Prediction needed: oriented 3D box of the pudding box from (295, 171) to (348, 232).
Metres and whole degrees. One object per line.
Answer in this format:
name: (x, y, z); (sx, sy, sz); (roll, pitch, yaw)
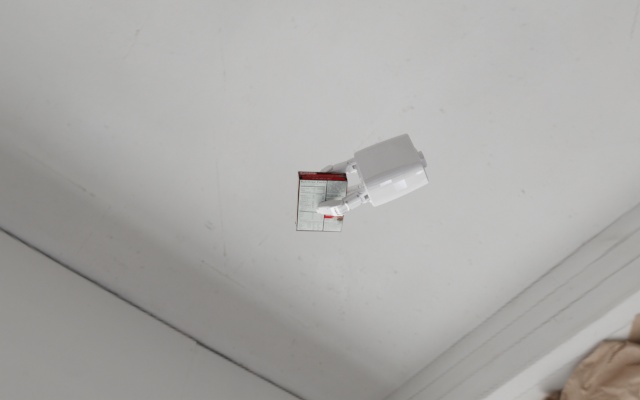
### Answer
pudding box: (0.000, 0.003, 0.880); (0.090, 0.113, 0.039); (2, 27, -5)
